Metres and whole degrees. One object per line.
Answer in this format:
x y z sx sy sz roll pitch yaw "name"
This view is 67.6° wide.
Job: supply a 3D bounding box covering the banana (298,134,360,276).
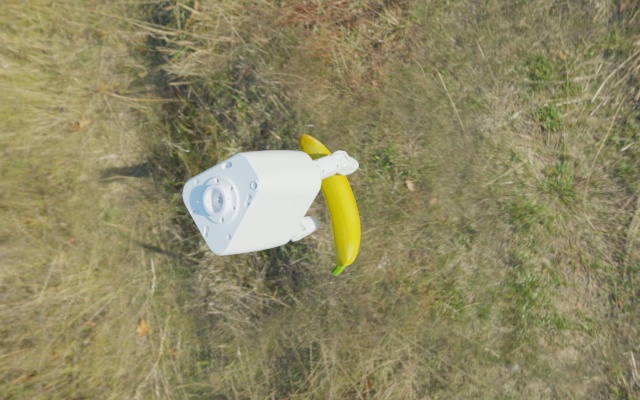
0.015 0.002 0.629 0.069 0.198 0.037 -14 -1 38 "banana"
